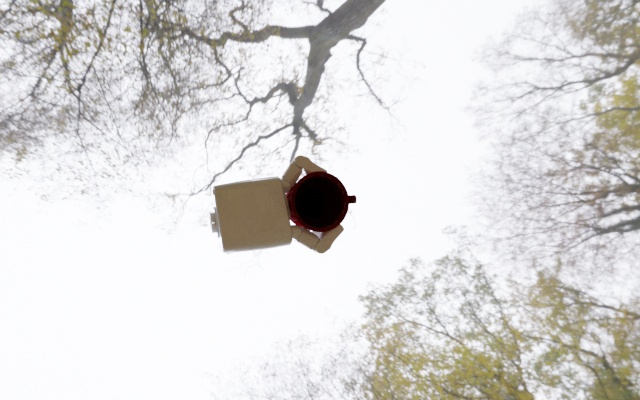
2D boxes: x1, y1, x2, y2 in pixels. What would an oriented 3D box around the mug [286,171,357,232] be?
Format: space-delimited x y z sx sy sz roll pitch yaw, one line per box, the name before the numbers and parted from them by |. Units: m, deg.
mug | 0.001 0.002 0.765 0.117 0.093 0.081 -8 -1 -17
